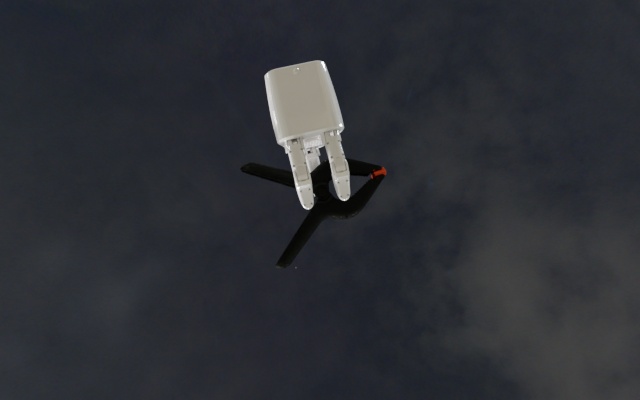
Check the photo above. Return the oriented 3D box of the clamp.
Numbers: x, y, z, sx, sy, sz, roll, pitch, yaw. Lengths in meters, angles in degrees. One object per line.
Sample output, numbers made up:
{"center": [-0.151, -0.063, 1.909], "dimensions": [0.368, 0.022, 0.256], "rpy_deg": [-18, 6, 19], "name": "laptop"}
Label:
{"center": [0.001, 0.002, 0.713], "dimensions": [0.210, 0.164, 0.036], "rpy_deg": [-13, -5, -5], "name": "clamp"}
